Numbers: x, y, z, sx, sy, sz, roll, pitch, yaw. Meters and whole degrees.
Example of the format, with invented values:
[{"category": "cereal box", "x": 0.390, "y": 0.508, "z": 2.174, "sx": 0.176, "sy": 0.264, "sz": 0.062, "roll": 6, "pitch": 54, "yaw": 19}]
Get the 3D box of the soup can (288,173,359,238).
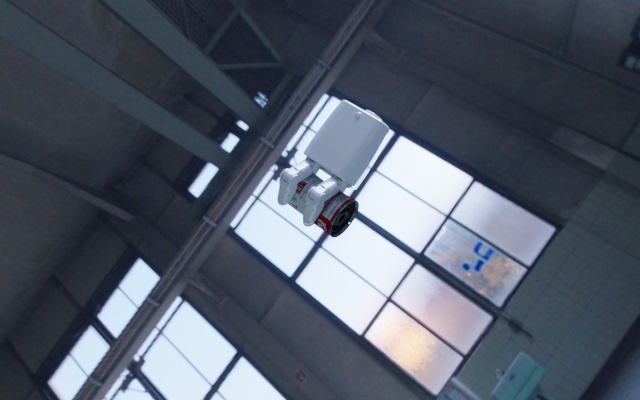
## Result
[{"category": "soup can", "x": 0.000, "y": 0.003, "z": 0.751, "sx": 0.102, "sy": 0.068, "sz": 0.068, "roll": 35, "pitch": 16, "yaw": 24}]
